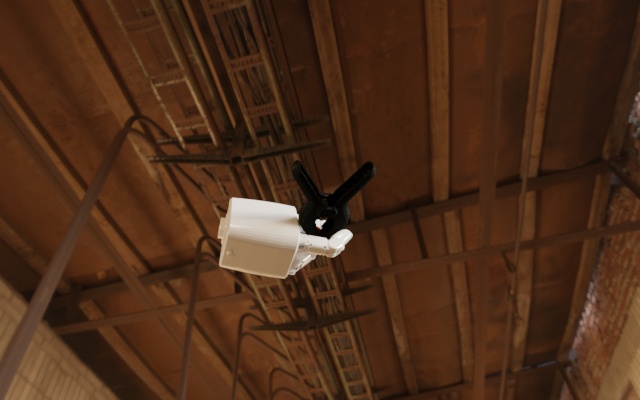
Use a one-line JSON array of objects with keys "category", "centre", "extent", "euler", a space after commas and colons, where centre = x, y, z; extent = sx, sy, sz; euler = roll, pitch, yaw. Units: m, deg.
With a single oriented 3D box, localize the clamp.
[{"category": "clamp", "centre": [0.000, 0.002, 0.712], "extent": [0.120, 0.172, 0.039], "euler": [11, 40, -14]}]
